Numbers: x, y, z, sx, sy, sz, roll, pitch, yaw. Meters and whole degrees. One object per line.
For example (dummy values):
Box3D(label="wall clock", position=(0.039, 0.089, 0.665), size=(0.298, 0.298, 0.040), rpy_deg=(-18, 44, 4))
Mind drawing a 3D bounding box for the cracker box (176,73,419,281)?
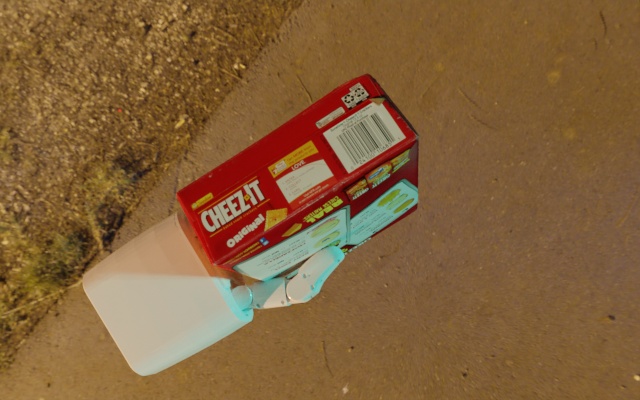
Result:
Box3D(label="cracker box", position=(0.000, 0.001, 0.422), size=(0.164, 0.072, 0.214), rpy_deg=(-33, -18, 2))
